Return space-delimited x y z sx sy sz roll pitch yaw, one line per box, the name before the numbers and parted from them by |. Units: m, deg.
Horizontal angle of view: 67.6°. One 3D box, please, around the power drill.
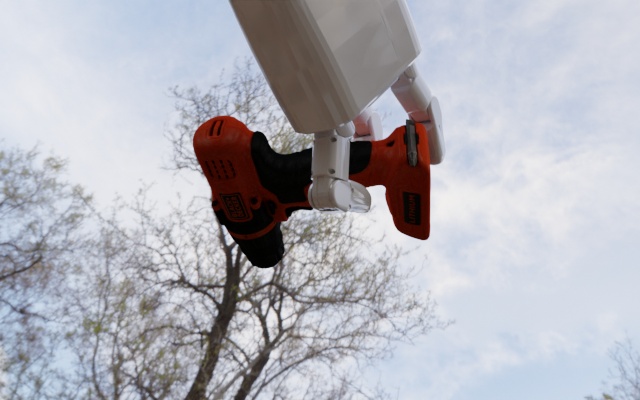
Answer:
power drill | 0.000 0.001 0.419 0.187 0.057 0.185 -4 -39 8
